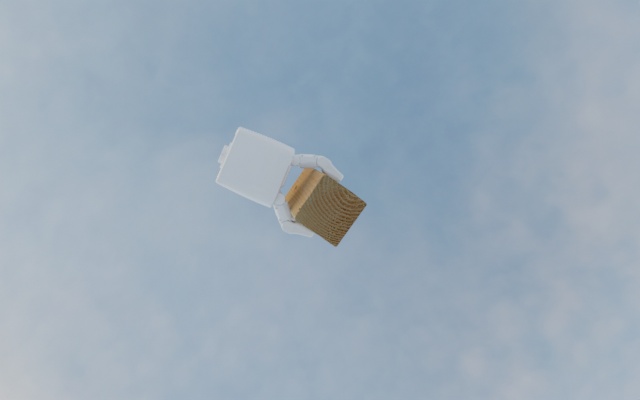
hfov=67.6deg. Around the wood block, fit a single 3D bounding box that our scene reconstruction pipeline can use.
[{"bbox_3d":[0.000,0.002,0.871,0.090,0.091,0.206,34,2,-13],"label":"wood block"}]
